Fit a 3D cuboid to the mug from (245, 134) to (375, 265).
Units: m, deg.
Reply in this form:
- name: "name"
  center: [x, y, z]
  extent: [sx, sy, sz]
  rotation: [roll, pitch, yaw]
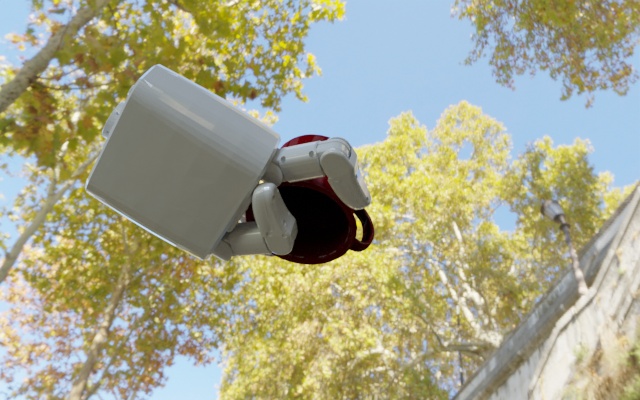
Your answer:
- name: "mug"
  center: [0.001, 0.002, 0.423]
  extent: [0.117, 0.081, 0.093]
  rotation: [31, -51, -14]
